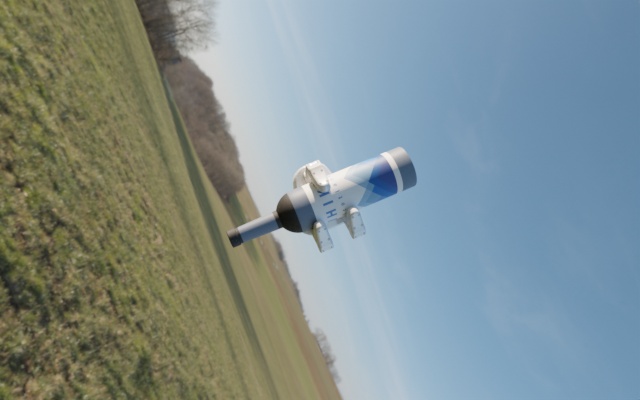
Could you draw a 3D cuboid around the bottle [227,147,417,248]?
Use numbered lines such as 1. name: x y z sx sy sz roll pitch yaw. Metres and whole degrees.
1. bottle: 0.000 0.002 0.728 0.295 0.069 0.069 -22 3 -8
